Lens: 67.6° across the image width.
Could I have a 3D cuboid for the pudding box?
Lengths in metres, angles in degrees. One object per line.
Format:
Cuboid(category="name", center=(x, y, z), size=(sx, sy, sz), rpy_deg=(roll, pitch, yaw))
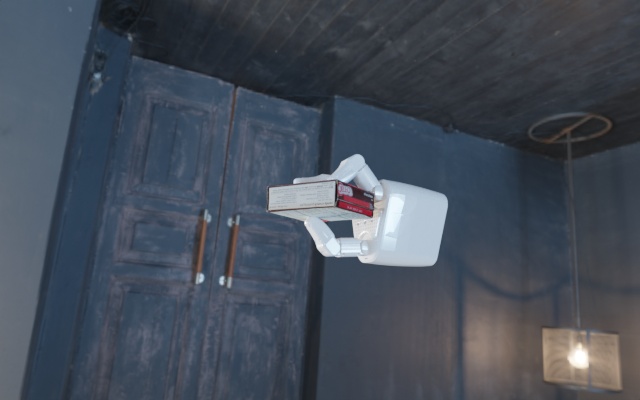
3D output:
Cuboid(category="pudding box", center=(0.000, 0.002, 0.618), size=(0.113, 0.039, 0.090), rpy_deg=(-7, -15, 35))
